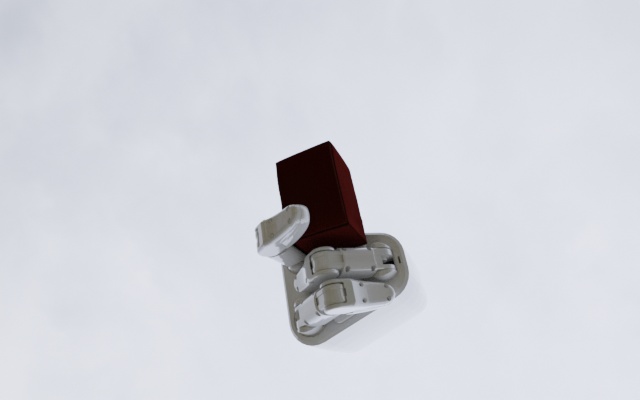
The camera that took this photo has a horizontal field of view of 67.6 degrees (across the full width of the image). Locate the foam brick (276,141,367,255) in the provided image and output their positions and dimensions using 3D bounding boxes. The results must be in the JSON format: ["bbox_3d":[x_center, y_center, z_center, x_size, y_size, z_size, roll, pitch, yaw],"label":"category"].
[{"bbox_3d":[0.000,0.001,0.402,0.053,0.078,0.051,-19,-28,16],"label":"foam brick"}]
